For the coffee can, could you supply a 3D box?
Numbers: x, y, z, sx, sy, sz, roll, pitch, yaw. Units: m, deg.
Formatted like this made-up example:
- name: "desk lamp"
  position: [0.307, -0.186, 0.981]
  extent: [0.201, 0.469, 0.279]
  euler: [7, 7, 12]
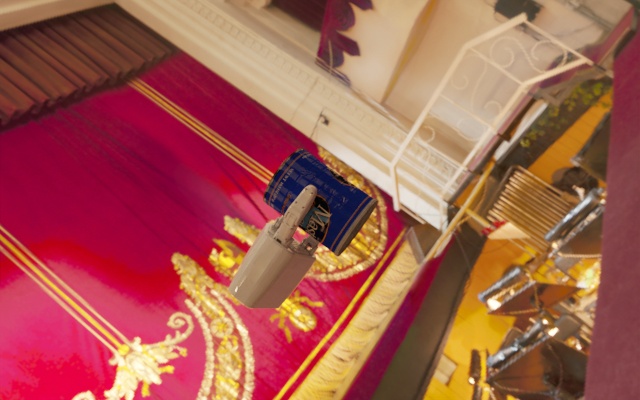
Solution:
- name: "coffee can"
  position: [0.000, 0.002, 0.719]
  extent: [0.140, 0.103, 0.103]
  euler: [36, 7, 10]
